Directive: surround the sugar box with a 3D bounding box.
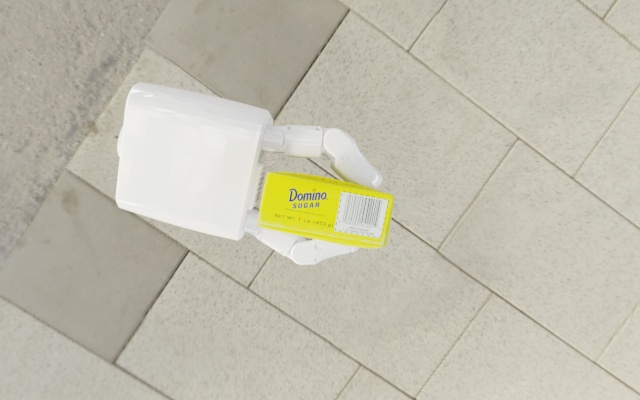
[{"bbox_3d":[0.000,0.001,0.416,0.093,0.048,0.176,11,5,-4],"label":"sugar box"}]
